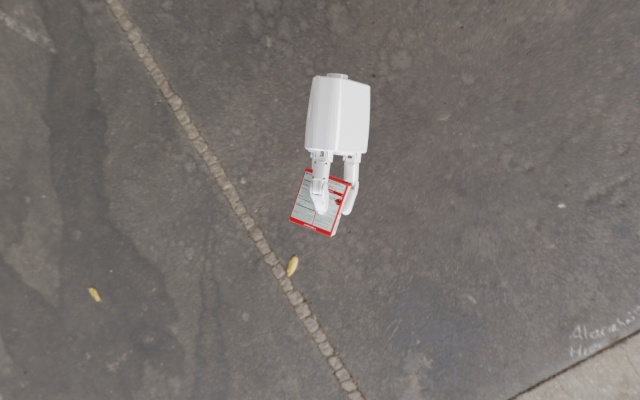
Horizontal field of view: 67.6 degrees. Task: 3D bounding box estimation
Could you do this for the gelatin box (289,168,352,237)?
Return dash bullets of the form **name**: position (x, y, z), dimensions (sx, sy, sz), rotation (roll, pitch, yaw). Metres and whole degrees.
- **gelatin box**: position (0.000, 0.003, 0.746), dimensions (0.073, 0.089, 0.030), rotation (20, 8, 14)
